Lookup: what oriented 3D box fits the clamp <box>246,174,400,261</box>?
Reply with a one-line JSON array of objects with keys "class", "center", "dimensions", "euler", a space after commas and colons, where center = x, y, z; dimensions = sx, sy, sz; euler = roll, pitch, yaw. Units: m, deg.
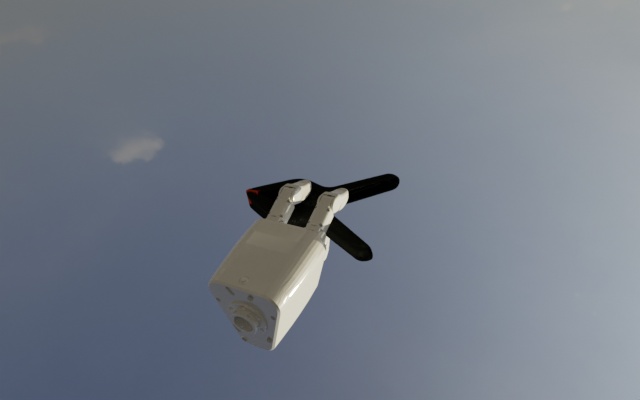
[{"class": "clamp", "center": [0.000, 0.003, 0.655], "dimensions": [0.210, 0.036, 0.164], "euler": [12, 40, 24]}]
